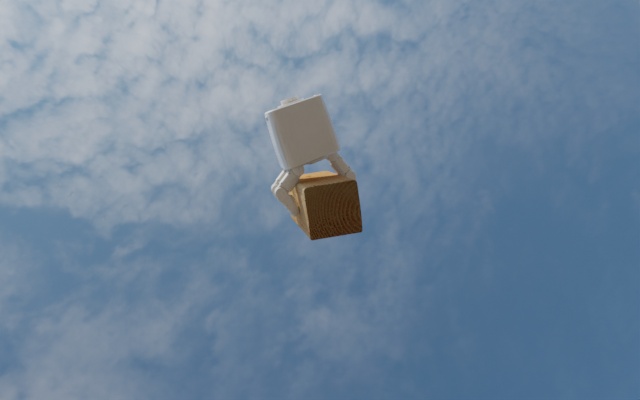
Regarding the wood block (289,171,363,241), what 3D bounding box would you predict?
[{"bbox_3d":[0.000,0.002,0.868,0.091,0.090,0.206,-9,10,-11],"label":"wood block"}]
